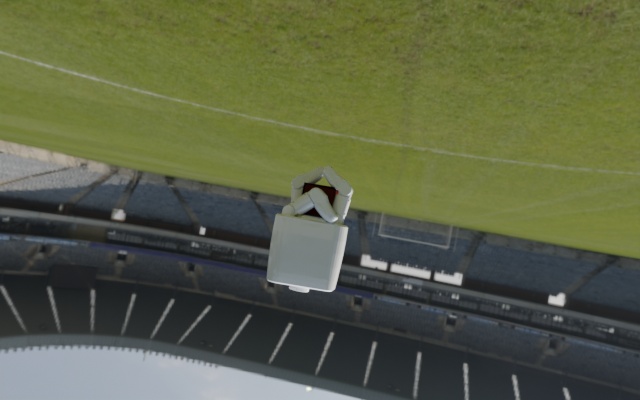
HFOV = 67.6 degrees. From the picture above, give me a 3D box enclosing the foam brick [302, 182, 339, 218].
[{"bbox_3d":[0.000,0.003,0.788,0.053,0.051,0.078,10,-2,11],"label":"foam brick"}]
